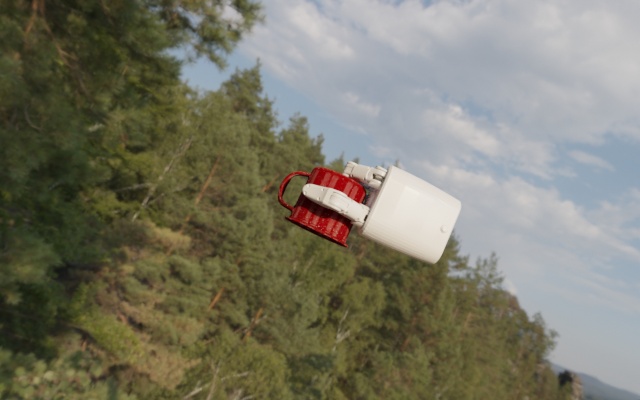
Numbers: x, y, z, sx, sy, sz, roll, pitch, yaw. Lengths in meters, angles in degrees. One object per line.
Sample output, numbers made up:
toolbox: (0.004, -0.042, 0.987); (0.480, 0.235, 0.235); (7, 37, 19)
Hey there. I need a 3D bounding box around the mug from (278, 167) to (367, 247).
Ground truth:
mug: (-0.001, 0.001, 0.644); (0.117, 0.081, 0.093); (26, -7, -4)
